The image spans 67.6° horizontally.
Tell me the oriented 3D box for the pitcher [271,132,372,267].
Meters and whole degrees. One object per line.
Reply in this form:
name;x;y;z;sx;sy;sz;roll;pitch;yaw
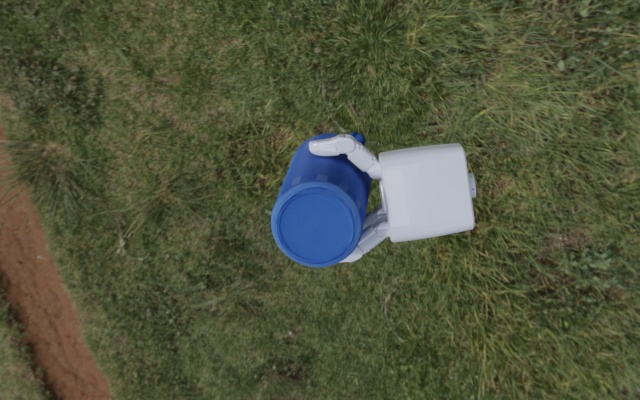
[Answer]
pitcher;0.000;0.002;0.660;0.145;0.149;0.242;-7;17;8
